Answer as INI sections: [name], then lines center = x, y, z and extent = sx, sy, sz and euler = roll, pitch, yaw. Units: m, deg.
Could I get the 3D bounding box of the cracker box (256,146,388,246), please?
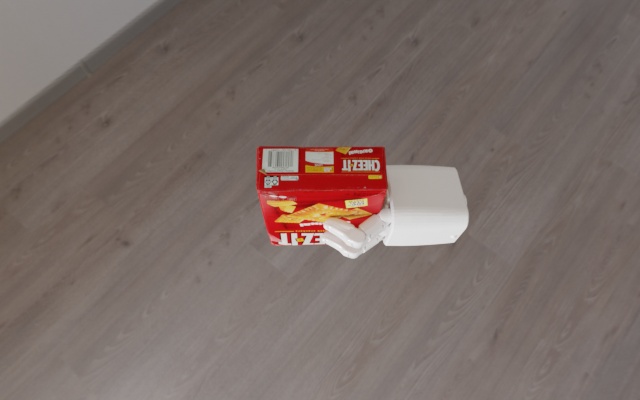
[cracker box]
center = 0.000, 0.002, 0.685
extent = 0.164, 0.072, 0.214
euler = 0, -24, -1
